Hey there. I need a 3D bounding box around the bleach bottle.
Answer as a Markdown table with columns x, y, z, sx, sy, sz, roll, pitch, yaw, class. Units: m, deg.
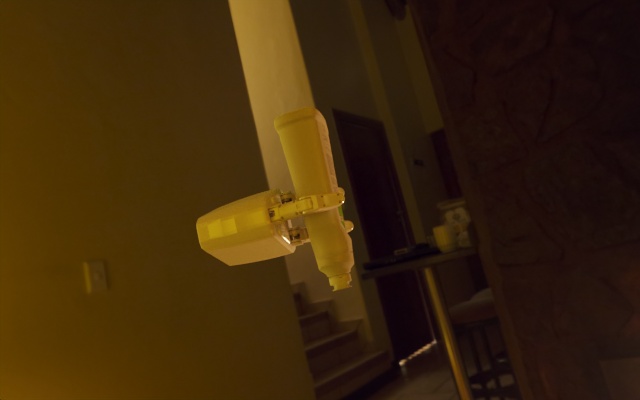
| x | y | z | sx | sy | sz | roll | pitch | yaw | class |
| --- | --- | --- | --- | --- | --- | --- | --- | --- | --- |
| 0.000 | 0.002 | 0.680 | 0.068 | 0.250 | 0.102 | -15 | -10 | 11 | bleach bottle |
